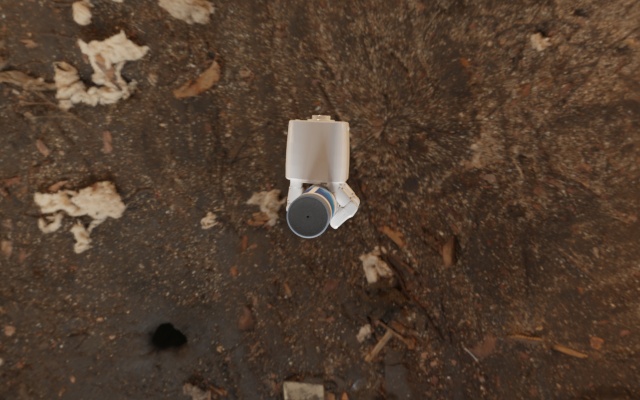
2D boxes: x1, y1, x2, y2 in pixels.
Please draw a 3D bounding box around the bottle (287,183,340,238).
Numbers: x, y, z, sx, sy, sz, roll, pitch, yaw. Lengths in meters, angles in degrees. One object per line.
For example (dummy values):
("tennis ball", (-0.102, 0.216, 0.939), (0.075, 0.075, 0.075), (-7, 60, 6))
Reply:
("bottle", (0.000, 0.003, 0.873), (0.069, 0.069, 0.295), (0, 9, 8))
